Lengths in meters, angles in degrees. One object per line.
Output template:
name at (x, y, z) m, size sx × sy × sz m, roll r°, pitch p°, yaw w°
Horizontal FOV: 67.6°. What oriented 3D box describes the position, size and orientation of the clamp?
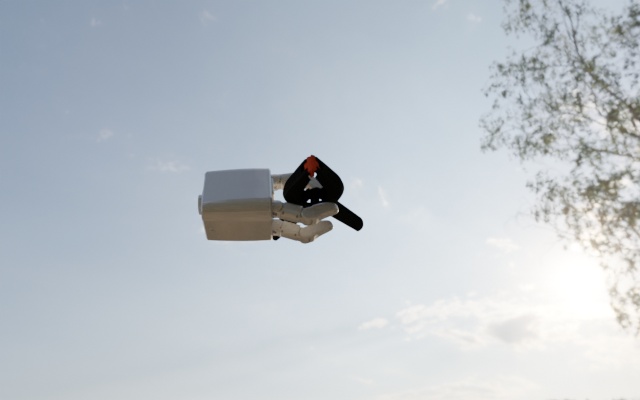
clamp at (0.000, 0.002, 0.766) m, size 0.164 × 0.036 × 0.210 m, roll -3°, pitch -33°, yaw -8°
